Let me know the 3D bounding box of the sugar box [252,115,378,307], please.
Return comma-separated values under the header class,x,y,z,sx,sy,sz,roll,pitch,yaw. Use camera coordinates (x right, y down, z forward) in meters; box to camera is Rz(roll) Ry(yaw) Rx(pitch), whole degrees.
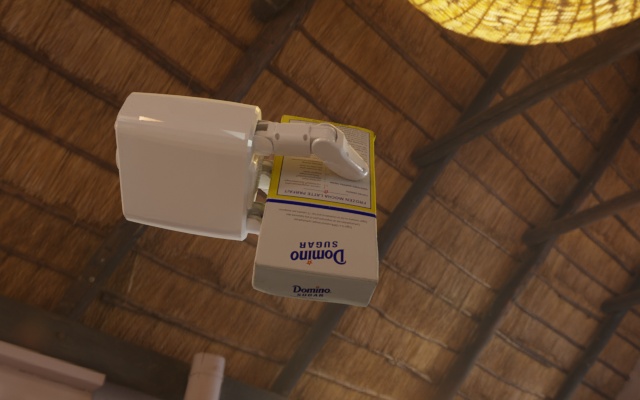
class,x,y,z,sx,sy,sz,roll,pitch,yaw
sugar box,0.000,0.002,0.413,0.093,0.176,0.048,9,-41,-3
